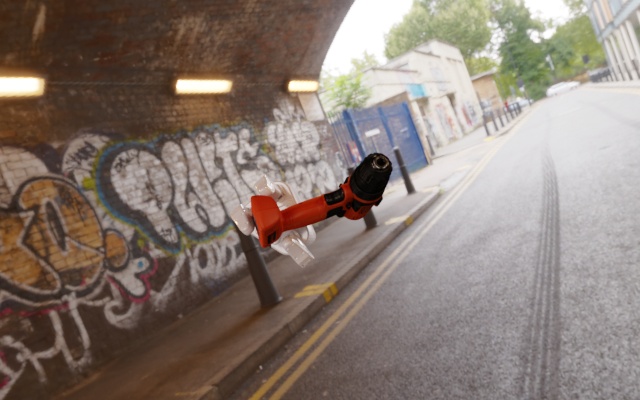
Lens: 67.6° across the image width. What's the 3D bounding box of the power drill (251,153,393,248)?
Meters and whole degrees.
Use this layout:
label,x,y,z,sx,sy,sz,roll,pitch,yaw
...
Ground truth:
label,x,y,z,sx,sy,sz,roll,pitch,yaw
power drill,0.000,0.002,0.661,0.187,0.057,0.184,-15,-19,-13
